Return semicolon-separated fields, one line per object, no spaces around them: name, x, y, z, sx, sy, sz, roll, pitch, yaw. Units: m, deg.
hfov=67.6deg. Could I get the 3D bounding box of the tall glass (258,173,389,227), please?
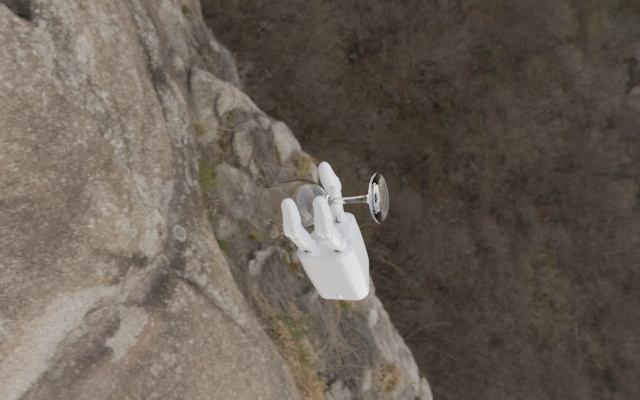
tall glass;0.001;0.002;0.752;0.201;0.079;0.079;-3;-2;28
